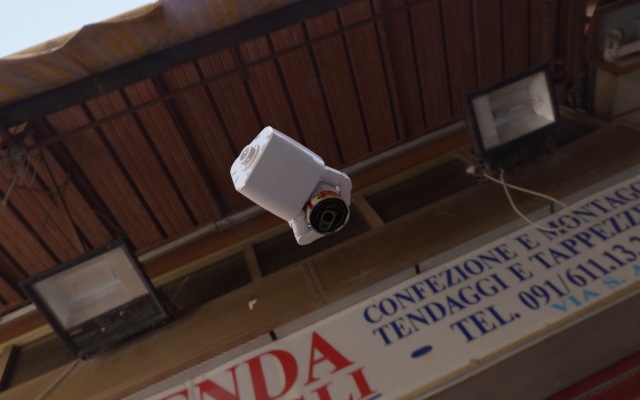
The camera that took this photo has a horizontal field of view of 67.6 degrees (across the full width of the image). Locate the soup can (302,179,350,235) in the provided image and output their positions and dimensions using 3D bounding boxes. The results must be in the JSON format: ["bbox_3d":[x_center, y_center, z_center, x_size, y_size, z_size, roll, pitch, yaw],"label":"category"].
[{"bbox_3d":[0.000,0.003,0.795,0.068,0.068,0.102,0,27,-19],"label":"soup can"}]
